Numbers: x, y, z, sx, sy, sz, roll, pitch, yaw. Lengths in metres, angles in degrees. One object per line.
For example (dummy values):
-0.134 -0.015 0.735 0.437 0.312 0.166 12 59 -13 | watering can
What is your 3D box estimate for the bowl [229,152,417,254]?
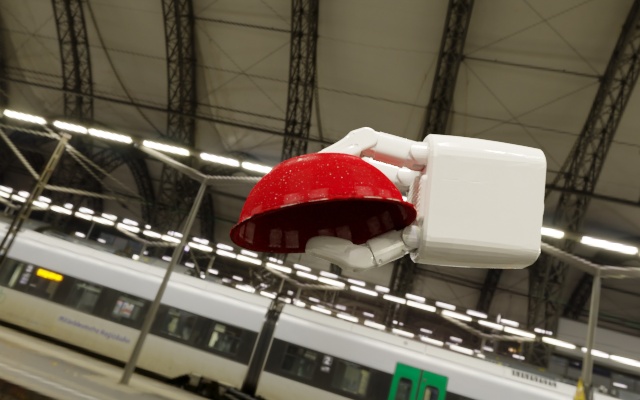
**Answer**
-0.001 0.001 0.420 0.162 0.055 0.162 -7 -18 -2 | bowl
